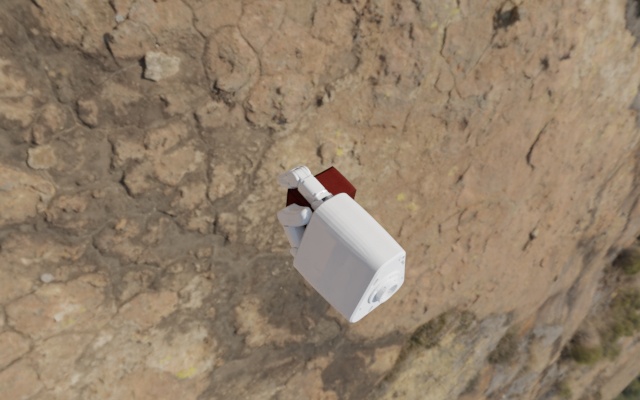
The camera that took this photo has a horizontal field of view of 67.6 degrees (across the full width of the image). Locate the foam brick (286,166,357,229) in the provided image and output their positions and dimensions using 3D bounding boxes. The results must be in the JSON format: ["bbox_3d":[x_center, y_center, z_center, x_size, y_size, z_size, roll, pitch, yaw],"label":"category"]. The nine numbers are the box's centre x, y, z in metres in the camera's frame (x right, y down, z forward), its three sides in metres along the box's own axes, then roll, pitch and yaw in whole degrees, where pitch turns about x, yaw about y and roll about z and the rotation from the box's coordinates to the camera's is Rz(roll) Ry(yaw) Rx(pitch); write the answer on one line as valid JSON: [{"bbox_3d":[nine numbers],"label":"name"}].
[{"bbox_3d":[0.000,0.002,0.625,0.078,0.053,0.051,-29,59,-29],"label":"foam brick"}]
